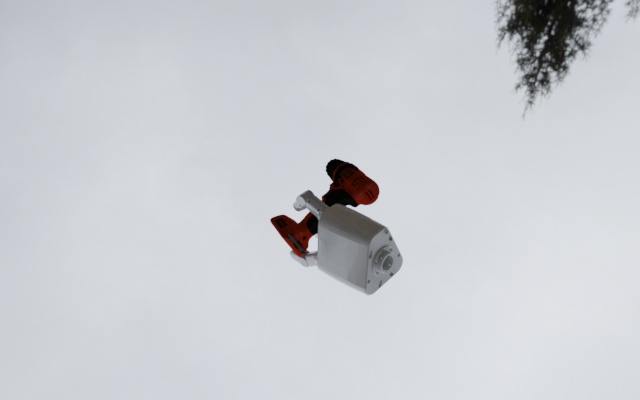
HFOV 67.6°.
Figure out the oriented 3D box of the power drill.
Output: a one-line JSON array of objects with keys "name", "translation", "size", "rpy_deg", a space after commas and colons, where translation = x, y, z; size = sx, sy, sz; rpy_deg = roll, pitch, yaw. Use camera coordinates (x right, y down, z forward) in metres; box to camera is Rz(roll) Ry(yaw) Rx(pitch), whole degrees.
[{"name": "power drill", "translation": [0.000, 0.003, 0.863], "size": [0.187, 0.057, 0.184], "rpy_deg": [-41, 25, -3]}]
